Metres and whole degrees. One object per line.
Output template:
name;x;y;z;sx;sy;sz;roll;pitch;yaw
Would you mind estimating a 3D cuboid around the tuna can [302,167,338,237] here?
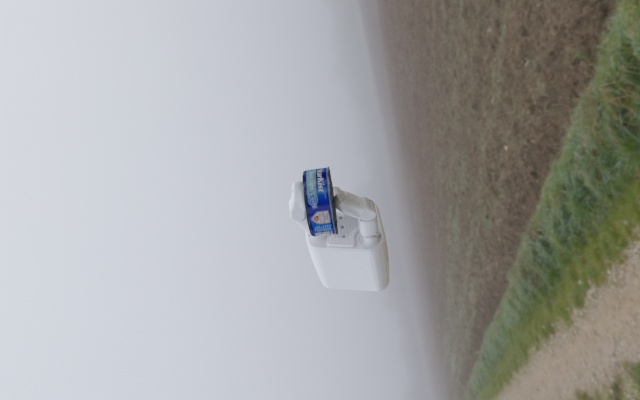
tuna can;0.000;0.002;0.601;0.034;0.086;0.086;-7;-1;4
